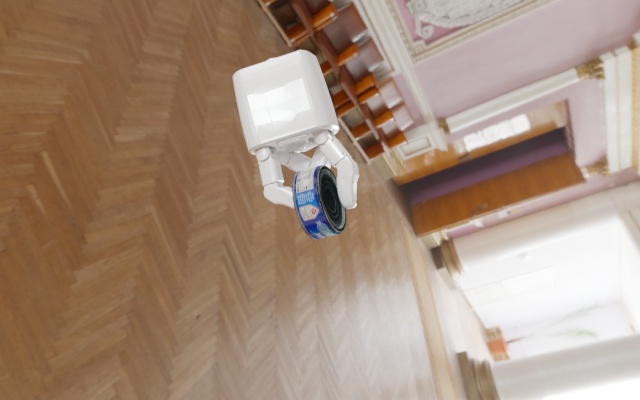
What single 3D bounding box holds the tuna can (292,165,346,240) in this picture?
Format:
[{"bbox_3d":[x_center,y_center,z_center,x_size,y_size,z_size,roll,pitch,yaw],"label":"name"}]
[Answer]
[{"bbox_3d":[0.001,0.002,0.570,0.034,0.086,0.086,-15,-6,20],"label":"tuna can"}]
